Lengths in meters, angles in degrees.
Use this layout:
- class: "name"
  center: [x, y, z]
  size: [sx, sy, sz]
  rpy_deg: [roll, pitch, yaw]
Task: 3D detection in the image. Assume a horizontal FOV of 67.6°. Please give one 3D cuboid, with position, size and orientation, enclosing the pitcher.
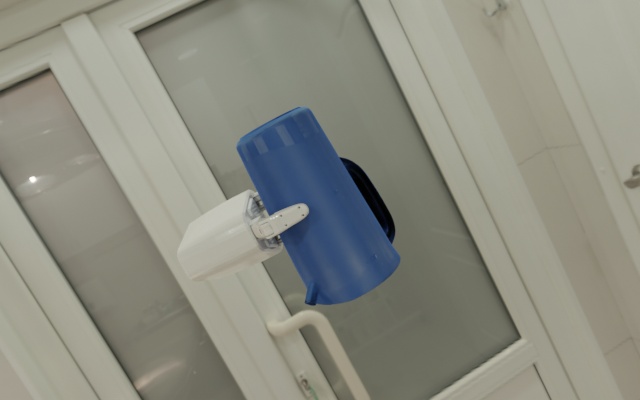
- class: "pitcher"
  center: [0.000, 0.002, 0.632]
  size: [0.145, 0.243, 0.149]
  rpy_deg: [-27, 8, 9]
